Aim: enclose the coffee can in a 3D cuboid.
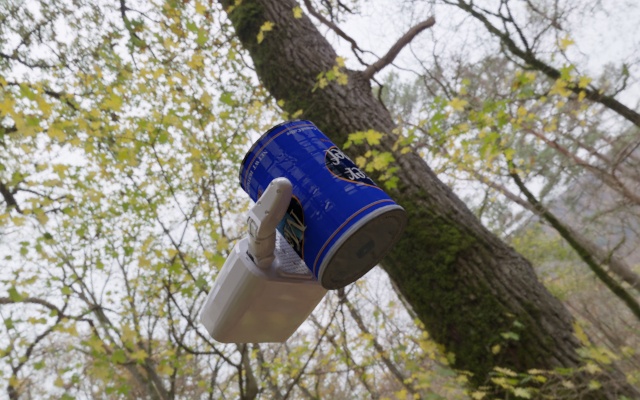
[{"bbox_3d":[0.000,0.001,0.468,0.103,0.103,0.140,0,40,-52],"label":"coffee can"}]
